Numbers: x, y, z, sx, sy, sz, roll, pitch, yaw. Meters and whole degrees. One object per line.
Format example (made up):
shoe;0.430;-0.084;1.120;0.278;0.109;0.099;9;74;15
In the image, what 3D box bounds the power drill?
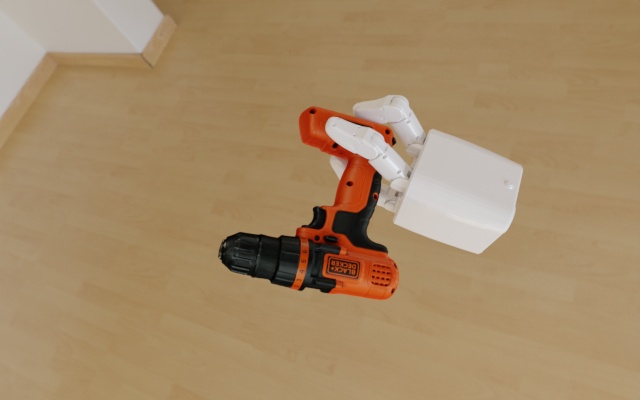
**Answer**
power drill;0.000;0.001;0.499;0.184;0.187;0.057;13;-14;-15
